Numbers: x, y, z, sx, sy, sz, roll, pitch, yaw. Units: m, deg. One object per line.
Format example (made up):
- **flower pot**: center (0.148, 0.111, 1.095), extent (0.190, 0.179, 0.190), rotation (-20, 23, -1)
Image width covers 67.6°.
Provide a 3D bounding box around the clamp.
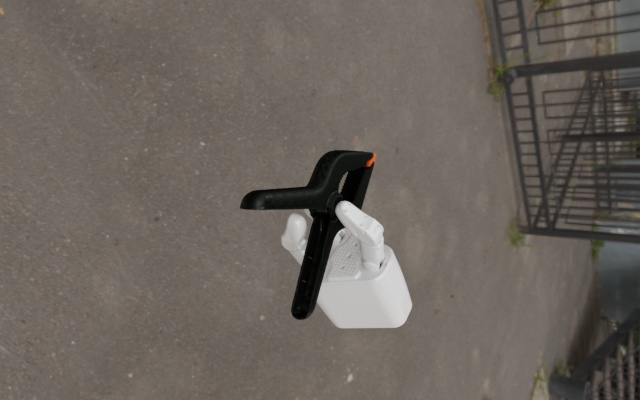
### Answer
- **clamp**: center (0.001, 0.002, 0.522), extent (0.036, 0.165, 0.210), rotation (9, 50, 35)
